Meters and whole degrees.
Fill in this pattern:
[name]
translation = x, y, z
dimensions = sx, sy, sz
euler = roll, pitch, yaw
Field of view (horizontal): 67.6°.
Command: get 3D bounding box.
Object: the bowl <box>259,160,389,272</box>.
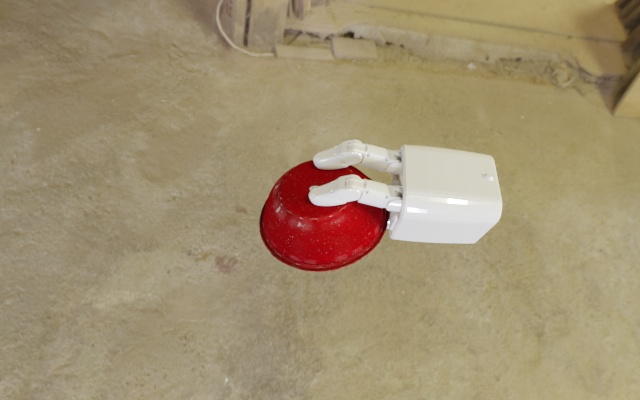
[bowl]
translation = -0.001, 0.002, 0.568
dimensions = 0.162, 0.162, 0.055
euler = 0, -39, 11
